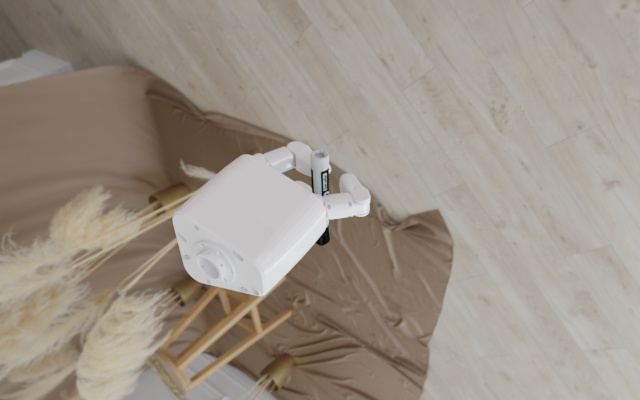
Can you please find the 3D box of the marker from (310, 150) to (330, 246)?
[{"bbox_3d":[0.000,0.002,0.513,0.020,0.121,0.020,-1,38,1],"label":"marker"}]
